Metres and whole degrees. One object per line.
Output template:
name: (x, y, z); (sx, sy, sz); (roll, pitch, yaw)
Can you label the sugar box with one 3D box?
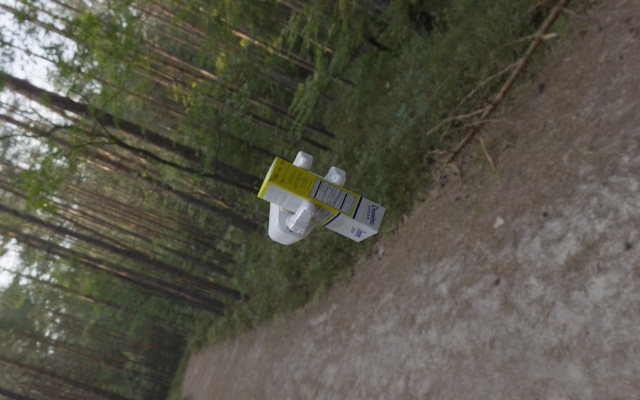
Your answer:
sugar box: (0.000, 0.002, 0.710); (0.176, 0.048, 0.093); (23, -19, -9)
